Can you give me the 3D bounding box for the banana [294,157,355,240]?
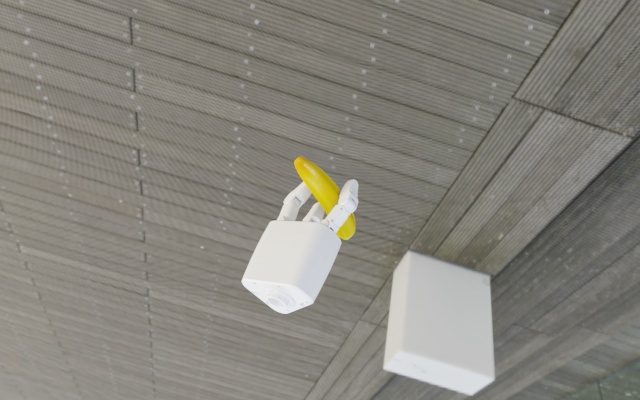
[{"bbox_3d":[0.016,0.009,0.753,0.069,0.037,0.198,17,-29,33],"label":"banana"}]
